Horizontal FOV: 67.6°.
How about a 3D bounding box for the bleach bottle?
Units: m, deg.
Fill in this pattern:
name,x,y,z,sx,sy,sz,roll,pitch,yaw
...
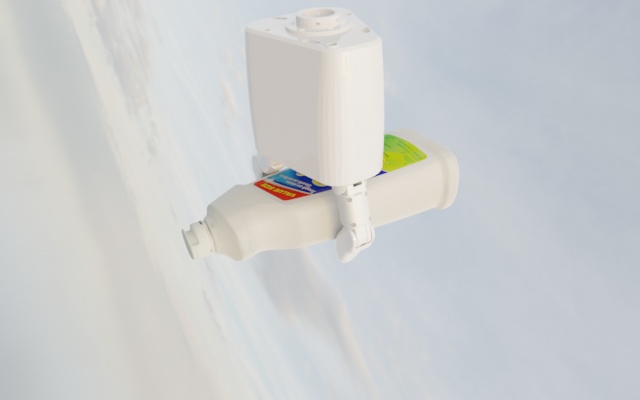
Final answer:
name,x,y,z,sx,sy,sz,roll,pitch,yaw
bleach bottle,0.000,0.001,0.446,0.251,0.068,0.102,-20,37,-22
